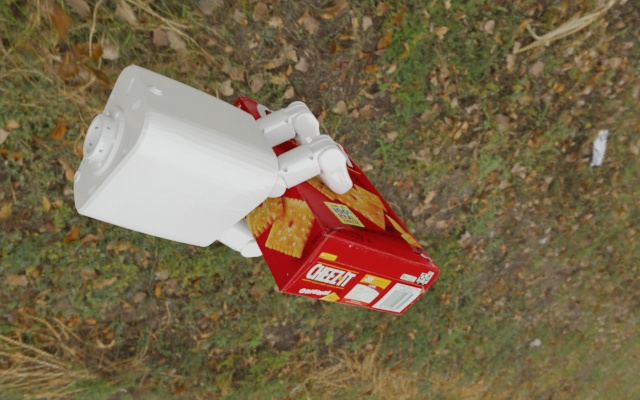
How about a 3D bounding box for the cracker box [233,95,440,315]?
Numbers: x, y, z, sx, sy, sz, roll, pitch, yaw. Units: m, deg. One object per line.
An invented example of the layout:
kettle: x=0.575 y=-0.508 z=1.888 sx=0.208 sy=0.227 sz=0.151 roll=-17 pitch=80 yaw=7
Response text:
cracker box: x=0.000 y=0.002 z=0.469 sx=0.164 sy=0.072 sz=0.213 roll=21 pitch=26 yaw=-42
